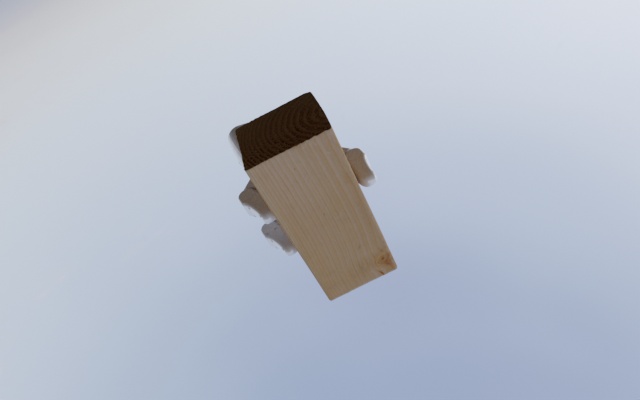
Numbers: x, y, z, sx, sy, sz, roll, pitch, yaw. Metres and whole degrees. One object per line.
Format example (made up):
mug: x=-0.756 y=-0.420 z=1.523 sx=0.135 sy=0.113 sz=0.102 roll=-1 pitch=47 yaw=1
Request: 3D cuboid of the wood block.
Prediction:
wood block: x=0.000 y=0.001 z=0.522 sx=0.091 sy=0.206 sz=0.090 roll=-27 pitch=38 yaw=3
